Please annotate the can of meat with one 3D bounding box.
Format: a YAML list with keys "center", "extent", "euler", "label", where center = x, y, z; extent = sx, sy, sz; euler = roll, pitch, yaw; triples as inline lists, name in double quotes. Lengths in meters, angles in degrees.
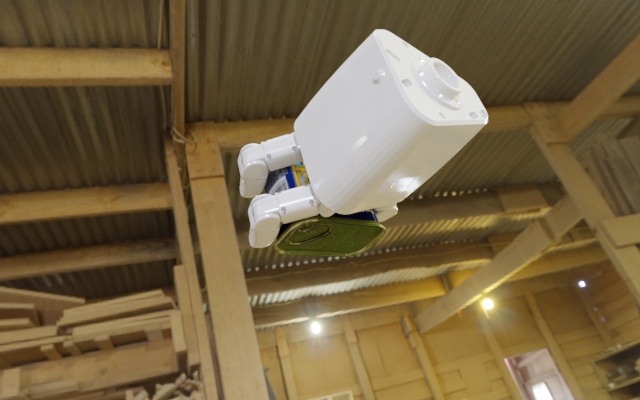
- center: [0.000, 0.001, 0.441]
  extent: [0.102, 0.084, 0.057]
  euler: [7, -37, -35]
  label: "can of meat"
